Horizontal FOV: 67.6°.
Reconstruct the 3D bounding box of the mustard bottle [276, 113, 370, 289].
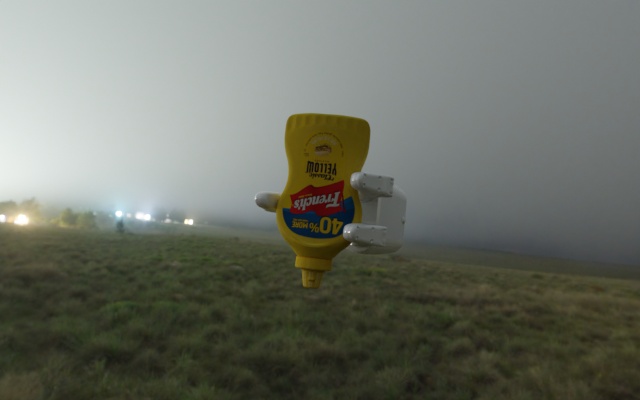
[{"bbox_3d":[0.000,0.001,0.537,0.096,0.191,0.058,6,-5,6],"label":"mustard bottle"}]
